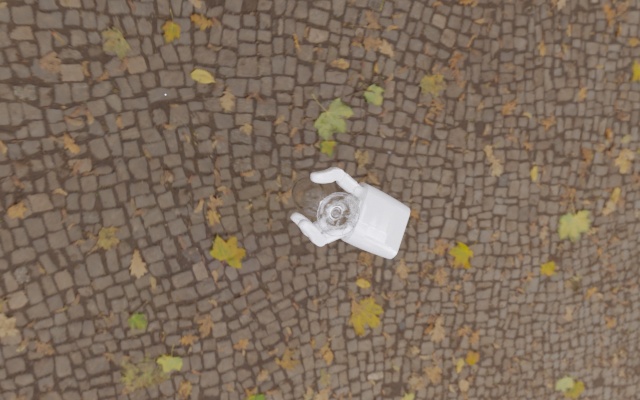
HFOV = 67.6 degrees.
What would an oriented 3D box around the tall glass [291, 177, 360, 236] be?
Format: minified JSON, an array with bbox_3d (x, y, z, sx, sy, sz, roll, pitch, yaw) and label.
[{"bbox_3d":[0.000,0.003,0.871,0.079,0.079,0.201,0,12,-18],"label":"tall glass"}]
